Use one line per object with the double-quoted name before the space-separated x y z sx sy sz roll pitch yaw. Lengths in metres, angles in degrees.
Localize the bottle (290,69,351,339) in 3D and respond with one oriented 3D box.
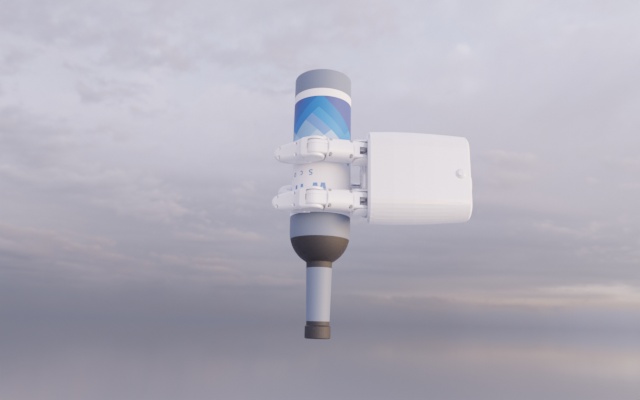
"bottle" 0.000 0.002 0.534 0.069 0.295 0.069 1 -14 0
